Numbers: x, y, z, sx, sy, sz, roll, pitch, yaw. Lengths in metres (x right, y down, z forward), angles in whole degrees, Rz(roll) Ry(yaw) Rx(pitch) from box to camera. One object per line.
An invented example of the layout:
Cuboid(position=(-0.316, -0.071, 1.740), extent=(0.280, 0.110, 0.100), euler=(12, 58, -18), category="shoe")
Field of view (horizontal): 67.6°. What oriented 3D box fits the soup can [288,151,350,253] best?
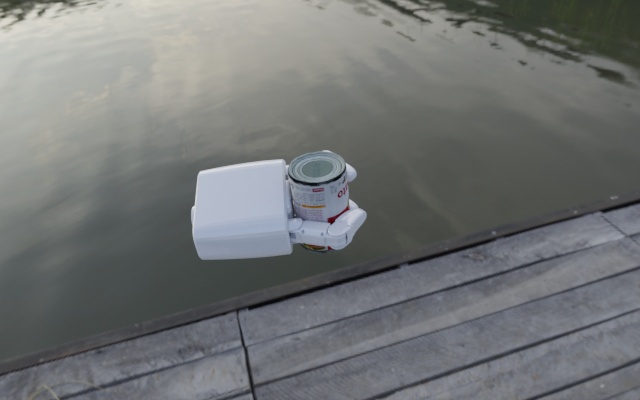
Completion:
Cuboid(position=(0.001, 0.002, 0.561), extent=(0.068, 0.102, 0.068), euler=(-4, 37, 3), category="soup can")
